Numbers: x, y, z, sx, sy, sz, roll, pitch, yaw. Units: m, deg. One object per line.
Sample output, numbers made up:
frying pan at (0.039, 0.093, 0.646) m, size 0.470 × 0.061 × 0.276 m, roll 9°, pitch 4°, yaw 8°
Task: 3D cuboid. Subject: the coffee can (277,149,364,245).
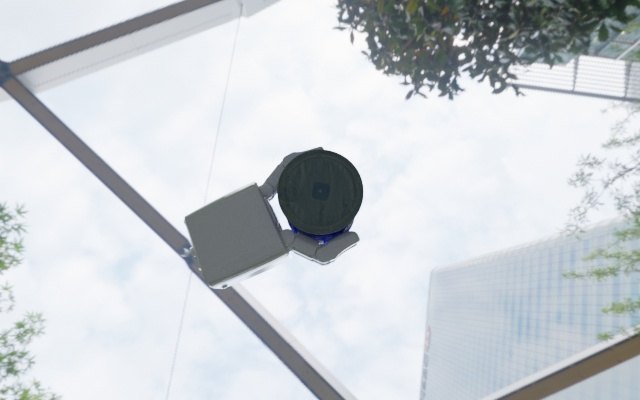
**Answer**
coffee can at (0.000, 0.002, 0.630) m, size 0.103 × 0.102 × 0.140 m, roll 0°, pitch -11°, yaw 0°
